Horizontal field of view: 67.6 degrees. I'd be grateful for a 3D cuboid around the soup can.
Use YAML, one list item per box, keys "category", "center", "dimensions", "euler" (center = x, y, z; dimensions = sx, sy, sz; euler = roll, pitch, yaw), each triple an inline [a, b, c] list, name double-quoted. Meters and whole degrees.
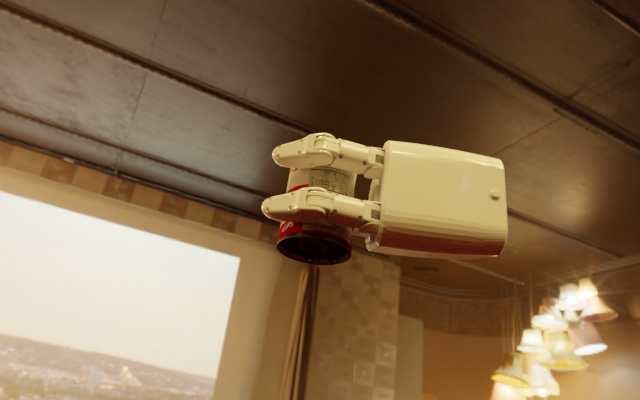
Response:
- category: "soup can"
  center: [0.000, 0.001, 0.452]
  dimensions: [0.068, 0.102, 0.068]
  euler: [6, -26, 3]
